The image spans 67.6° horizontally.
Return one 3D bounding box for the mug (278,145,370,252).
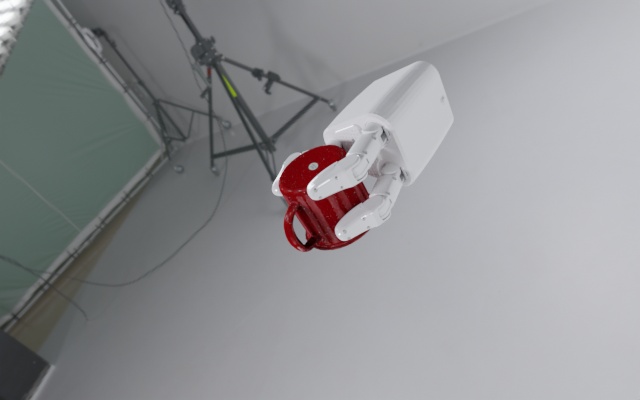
[{"bbox_3d":[-0.001,0.003,0.516,0.093,0.081,0.117,8,49,45],"label":"mug"}]
